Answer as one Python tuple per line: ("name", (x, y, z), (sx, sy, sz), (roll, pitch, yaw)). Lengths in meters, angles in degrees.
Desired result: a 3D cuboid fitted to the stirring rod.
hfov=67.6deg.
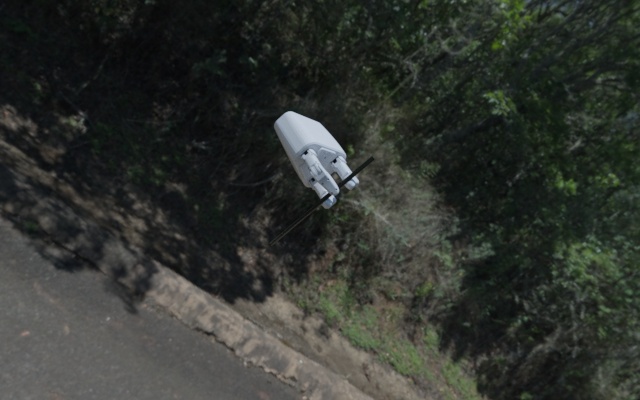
("stirring rod", (0.000, 0.003, 0.841), (0.239, 0.011, 0.011), (-40, -8, 10))
